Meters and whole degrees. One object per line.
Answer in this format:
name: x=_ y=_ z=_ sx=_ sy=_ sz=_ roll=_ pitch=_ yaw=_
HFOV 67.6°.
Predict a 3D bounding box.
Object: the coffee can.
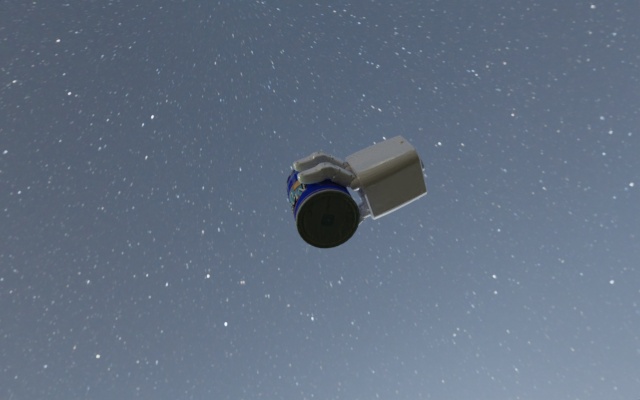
coffee can: x=0.000 y=0.003 z=0.810 sx=0.103 sy=0.103 sz=0.140 roll=0 pitch=25 yaw=-11
